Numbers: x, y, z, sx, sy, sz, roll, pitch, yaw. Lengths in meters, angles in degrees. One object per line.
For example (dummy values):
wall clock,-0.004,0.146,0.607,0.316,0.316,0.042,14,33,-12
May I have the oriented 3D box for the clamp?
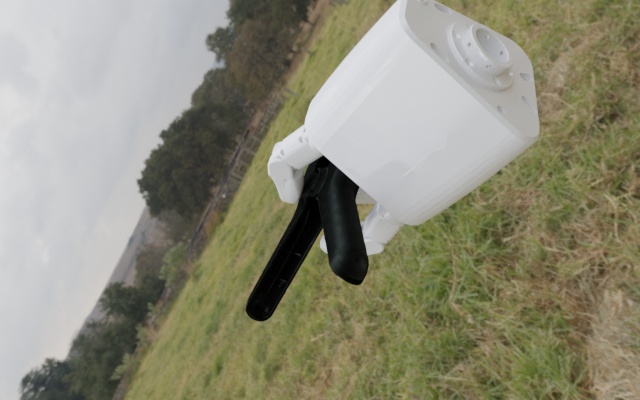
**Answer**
clamp,0.000,0.000,0.405,0.036,0.209,0.165,30,-40,-18
